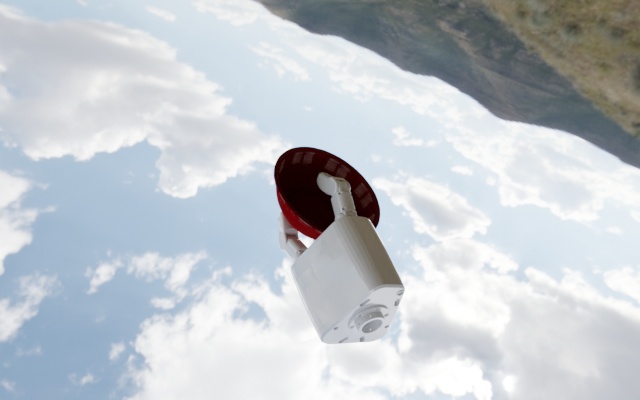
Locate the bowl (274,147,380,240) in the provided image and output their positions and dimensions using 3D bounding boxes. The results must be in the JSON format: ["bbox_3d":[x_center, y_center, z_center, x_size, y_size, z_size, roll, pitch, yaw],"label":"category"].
[{"bbox_3d":[0.000,0.001,0.656,0.162,0.162,0.055,0,-38,-36],"label":"bowl"}]
